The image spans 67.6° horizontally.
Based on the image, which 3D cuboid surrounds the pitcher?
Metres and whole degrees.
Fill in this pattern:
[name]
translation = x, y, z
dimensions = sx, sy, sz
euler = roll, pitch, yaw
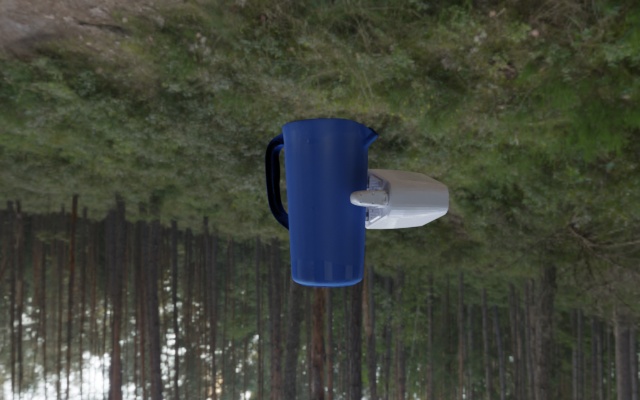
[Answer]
[pitcher]
translation = 0.000, 0.002, 0.726
dimensions = 0.145, 0.243, 0.149
euler = 0, -1, -19
